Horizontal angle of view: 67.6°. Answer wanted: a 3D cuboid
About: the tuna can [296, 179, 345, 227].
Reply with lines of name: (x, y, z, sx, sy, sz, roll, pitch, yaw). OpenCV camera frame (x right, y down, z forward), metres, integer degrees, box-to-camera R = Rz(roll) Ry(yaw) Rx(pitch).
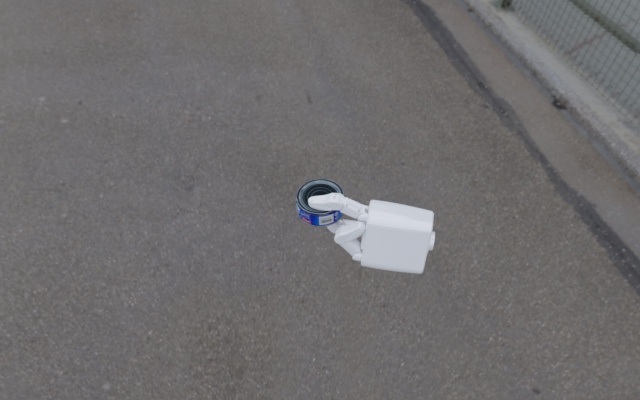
tuna can: (0.000, 0.002, 0.829, 0.086, 0.086, 0.034, 0, -41, 3)
